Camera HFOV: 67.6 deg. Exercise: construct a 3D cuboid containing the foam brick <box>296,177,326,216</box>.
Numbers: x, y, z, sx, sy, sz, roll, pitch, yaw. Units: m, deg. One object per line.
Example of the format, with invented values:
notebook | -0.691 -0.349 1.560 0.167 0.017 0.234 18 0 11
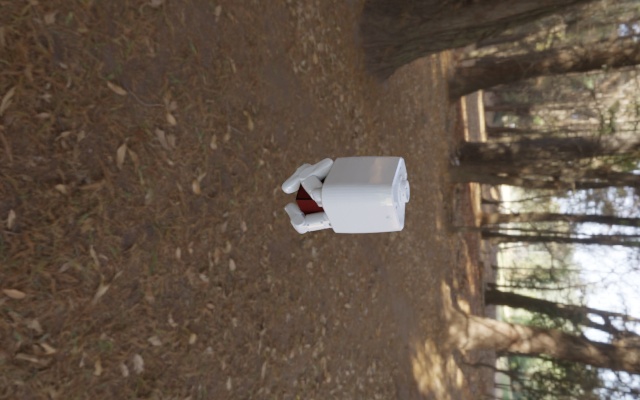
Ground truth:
foam brick | 0.000 0.003 0.772 0.051 0.053 0.078 -1 -38 20
